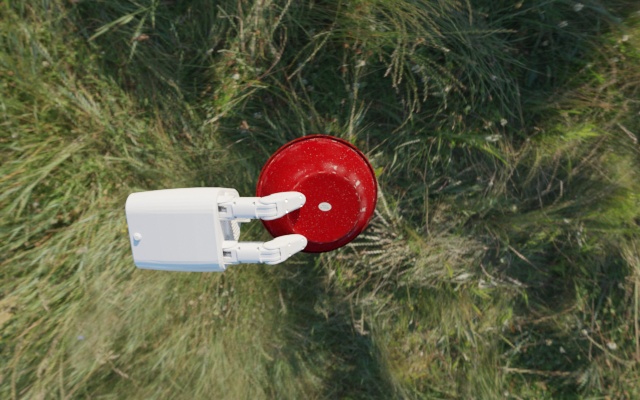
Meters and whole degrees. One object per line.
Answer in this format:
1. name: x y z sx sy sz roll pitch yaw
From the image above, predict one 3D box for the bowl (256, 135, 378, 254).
1. bowl: 0.001 0.002 0.600 0.162 0.162 0.055 0 17 -9
